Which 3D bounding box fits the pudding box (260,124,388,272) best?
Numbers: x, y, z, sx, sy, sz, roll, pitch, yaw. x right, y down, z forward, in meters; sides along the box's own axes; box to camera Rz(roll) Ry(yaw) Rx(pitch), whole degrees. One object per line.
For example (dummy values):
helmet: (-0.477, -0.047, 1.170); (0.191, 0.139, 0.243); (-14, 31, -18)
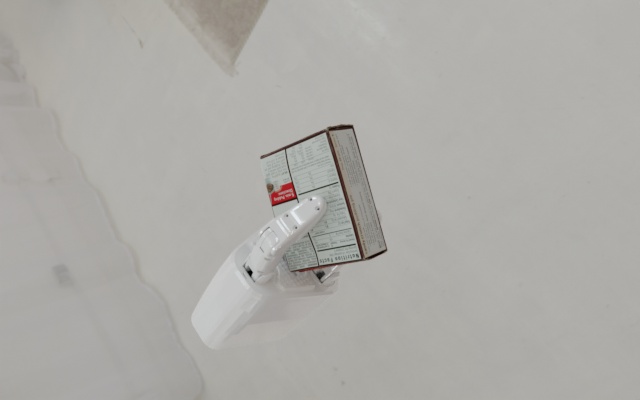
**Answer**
pudding box: (0.000, 0.001, 0.414); (0.090, 0.113, 0.039); (-16, 1, 41)
